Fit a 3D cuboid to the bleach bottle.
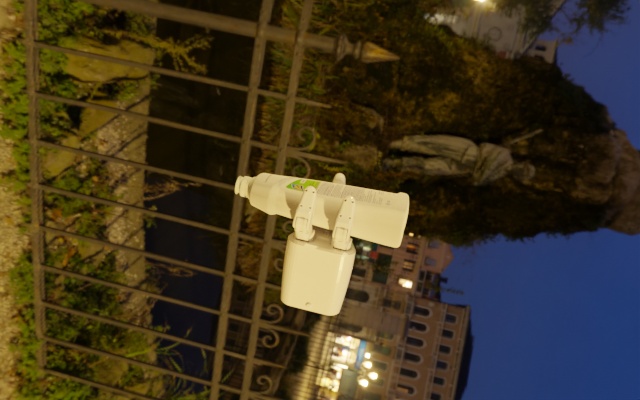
[{"bbox_3d":[0.000,0.002,0.705,0.251,0.068,0.102,13,18,7],"label":"bleach bottle"}]
